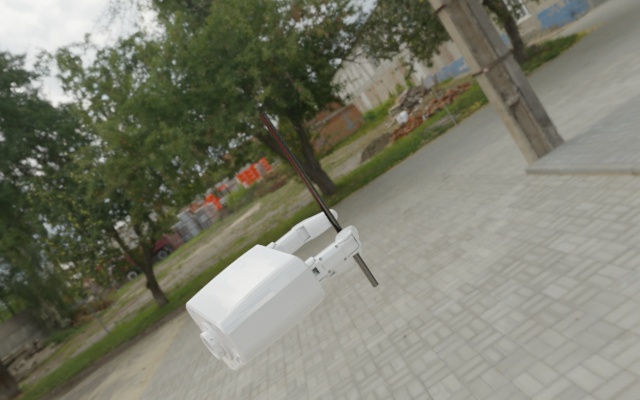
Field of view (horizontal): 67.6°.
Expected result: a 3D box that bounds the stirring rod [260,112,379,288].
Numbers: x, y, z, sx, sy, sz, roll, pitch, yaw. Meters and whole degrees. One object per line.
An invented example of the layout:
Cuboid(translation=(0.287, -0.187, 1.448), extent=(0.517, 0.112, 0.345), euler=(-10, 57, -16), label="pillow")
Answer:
Cuboid(translation=(0.000, 0.002, 0.554), extent=(0.011, 0.239, 0.011), euler=(-33, 7, 5), label="stirring rod")
